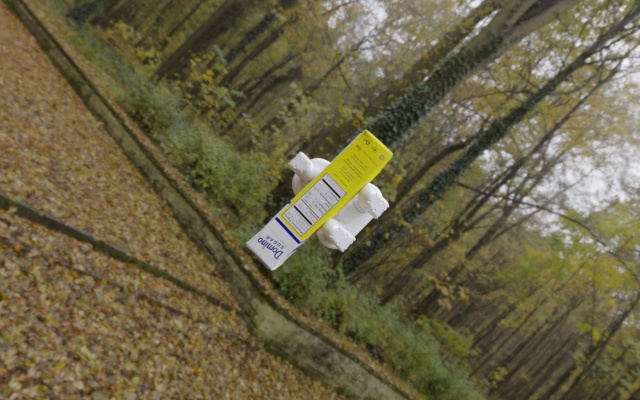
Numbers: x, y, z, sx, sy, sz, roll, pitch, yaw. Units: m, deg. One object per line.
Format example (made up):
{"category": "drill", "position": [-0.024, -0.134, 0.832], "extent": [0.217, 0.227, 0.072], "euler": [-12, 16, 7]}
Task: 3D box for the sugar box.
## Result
{"category": "sugar box", "position": [0.001, 0.002, 0.535], "extent": [0.048, 0.176, 0.093], "euler": [44, -1, 4]}
